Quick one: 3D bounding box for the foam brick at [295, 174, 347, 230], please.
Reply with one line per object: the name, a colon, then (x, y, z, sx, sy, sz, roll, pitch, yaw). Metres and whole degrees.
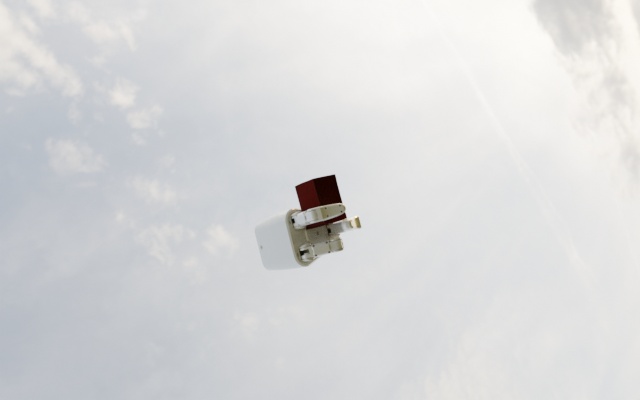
foam brick: (0.000, 0.002, 0.789, 0.053, 0.078, 0.051, -11, -5, -41)
